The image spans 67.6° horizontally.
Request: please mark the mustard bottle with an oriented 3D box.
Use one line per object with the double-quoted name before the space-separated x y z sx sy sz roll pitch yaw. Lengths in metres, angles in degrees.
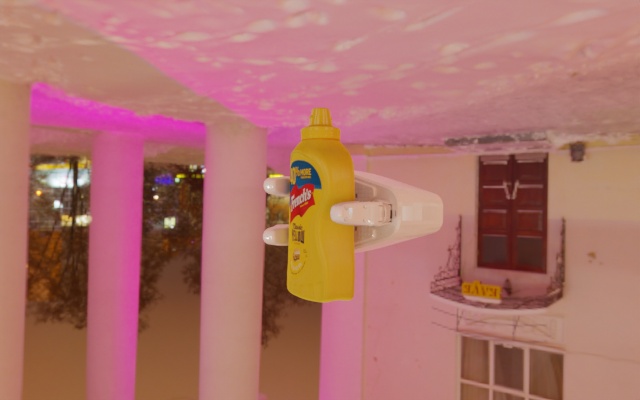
"mustard bottle" 0.000 0.002 0.490 0.058 0.191 0.096 1 0 -24
